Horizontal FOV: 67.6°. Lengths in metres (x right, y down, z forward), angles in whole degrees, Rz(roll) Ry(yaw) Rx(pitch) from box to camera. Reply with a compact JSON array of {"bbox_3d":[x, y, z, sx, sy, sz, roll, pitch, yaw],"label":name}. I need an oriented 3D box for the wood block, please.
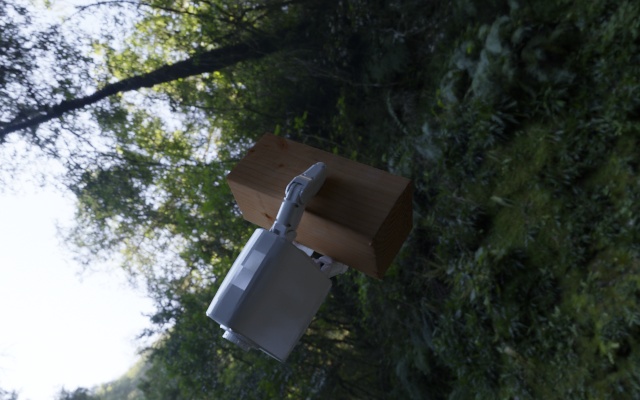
[{"bbox_3d":[0.000,0.002,0.583,0.206,0.090,0.091,21,-32,27],"label":"wood block"}]
